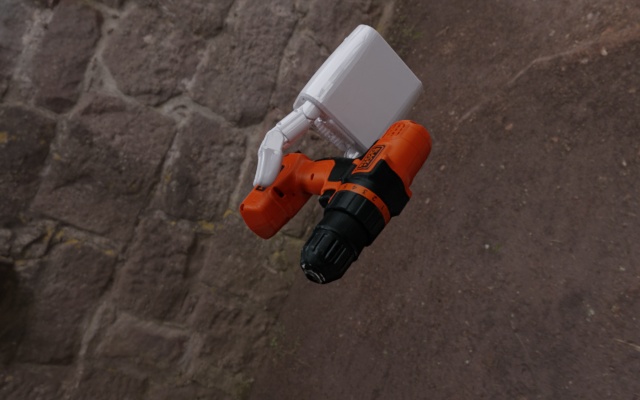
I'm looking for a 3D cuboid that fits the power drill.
[{"bbox_3d":[0.000,0.001,0.470,0.187,0.057,0.184,-2,40,50],"label":"power drill"}]
